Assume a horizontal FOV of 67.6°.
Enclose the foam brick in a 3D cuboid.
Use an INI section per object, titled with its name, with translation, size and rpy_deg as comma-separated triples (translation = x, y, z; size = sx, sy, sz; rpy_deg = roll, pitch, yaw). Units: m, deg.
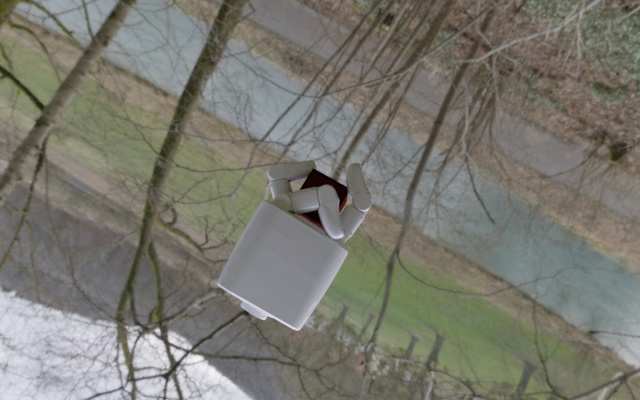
[foam brick]
translation = 0.000, 0.002, 0.593
size = 0.053, 0.051, 0.078
rpy_deg = 29, -9, 6
